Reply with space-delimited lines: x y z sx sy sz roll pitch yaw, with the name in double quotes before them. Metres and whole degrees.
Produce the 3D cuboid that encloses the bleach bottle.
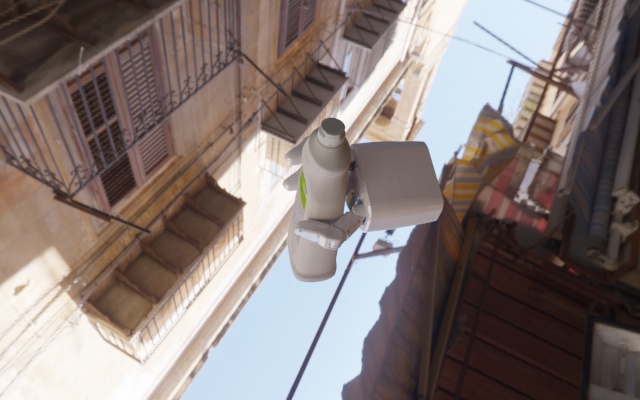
"bleach bottle" 0.000 0.002 0.619 0.068 0.102 0.251 -5 -37 -13
